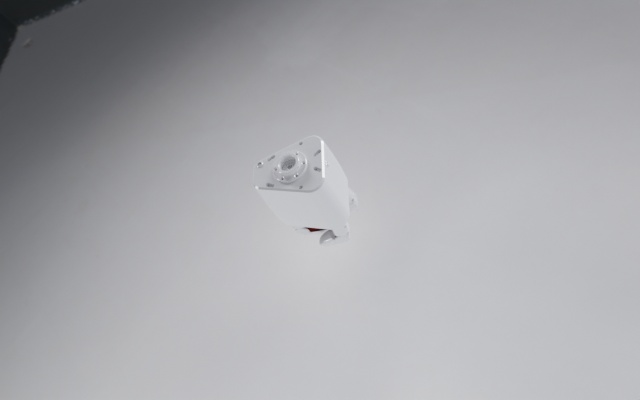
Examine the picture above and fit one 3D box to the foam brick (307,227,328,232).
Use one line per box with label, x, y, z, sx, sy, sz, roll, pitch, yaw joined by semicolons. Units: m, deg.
foam brick;0.000;0.002;0.755;0.053;0.078;0.051;-11;-32;14
